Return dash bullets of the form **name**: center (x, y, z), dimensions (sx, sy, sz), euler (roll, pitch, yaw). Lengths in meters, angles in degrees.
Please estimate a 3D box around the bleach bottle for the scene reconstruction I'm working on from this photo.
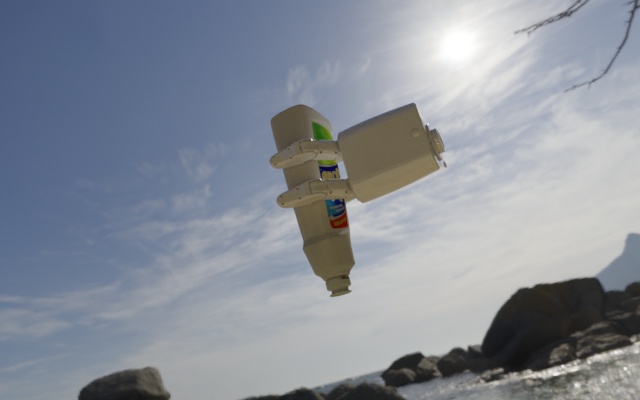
- **bleach bottle**: center (0.000, 0.002, 0.633), dimensions (0.068, 0.250, 0.102), euler (-23, -22, 22)
